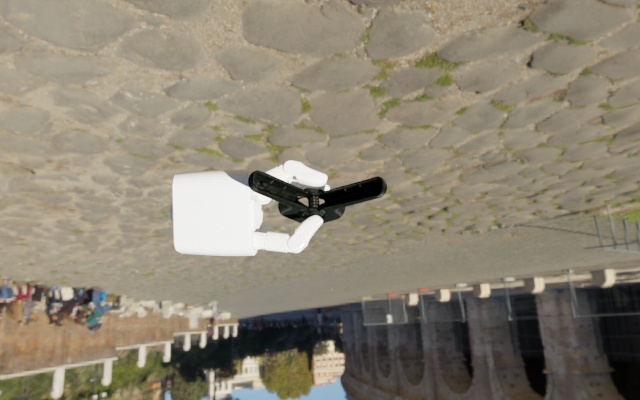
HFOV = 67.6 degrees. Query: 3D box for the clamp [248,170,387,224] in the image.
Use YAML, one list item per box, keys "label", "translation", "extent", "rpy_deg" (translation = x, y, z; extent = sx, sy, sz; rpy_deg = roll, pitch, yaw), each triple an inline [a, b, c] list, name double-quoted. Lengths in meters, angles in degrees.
- label: "clamp"
  translation: [0.000, 0.003, 0.648]
  extent: [0.164, 0.036, 0.210]
  rpy_deg: [2, -15, 3]
